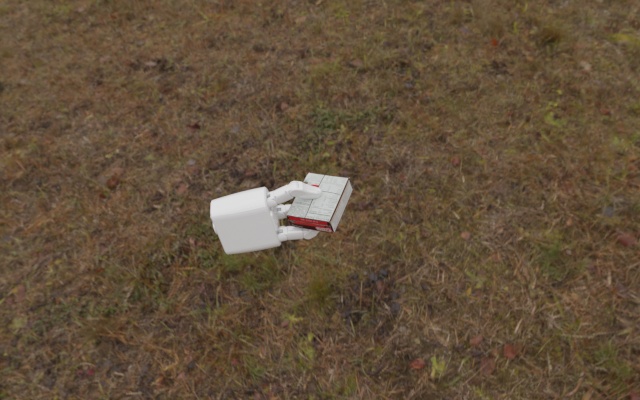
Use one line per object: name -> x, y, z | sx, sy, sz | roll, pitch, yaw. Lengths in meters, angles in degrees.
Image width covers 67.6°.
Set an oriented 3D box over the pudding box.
pudding box -> 0.000, 0.003, 0.885 | 0.090, 0.113, 0.039 | 9, -35, 23
